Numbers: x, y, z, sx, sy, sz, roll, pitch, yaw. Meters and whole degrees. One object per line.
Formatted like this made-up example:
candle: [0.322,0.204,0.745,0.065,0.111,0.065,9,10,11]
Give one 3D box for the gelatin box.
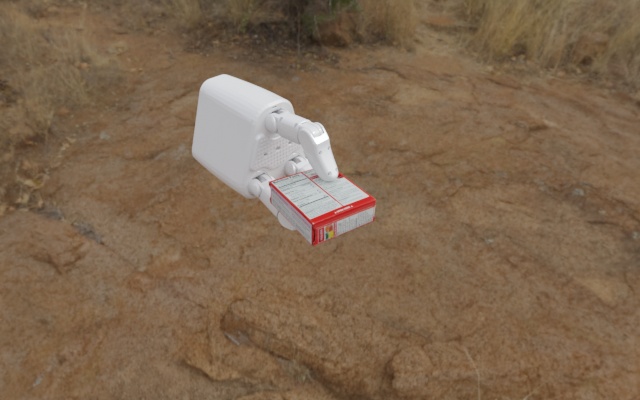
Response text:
gelatin box: [0.000,0.001,0.479,0.073,0.030,0.089,-20,38,-27]
